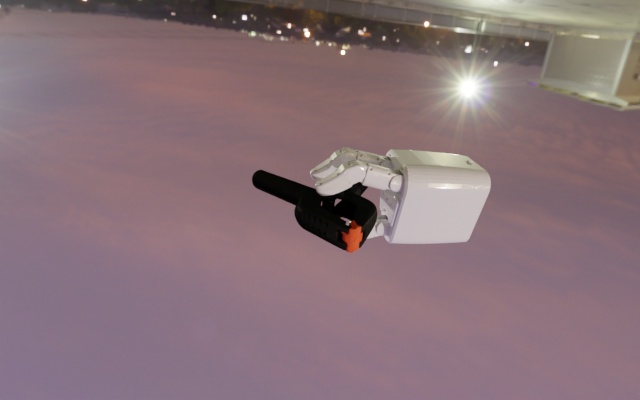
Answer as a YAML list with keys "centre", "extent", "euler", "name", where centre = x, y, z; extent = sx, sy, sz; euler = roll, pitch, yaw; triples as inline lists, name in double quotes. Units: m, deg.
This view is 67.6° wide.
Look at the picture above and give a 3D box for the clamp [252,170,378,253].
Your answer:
- centre: [0.000, 0.003, 0.572]
  extent: [0.164, 0.036, 0.210]
  euler: [1, 21, -8]
  name: "clamp"
